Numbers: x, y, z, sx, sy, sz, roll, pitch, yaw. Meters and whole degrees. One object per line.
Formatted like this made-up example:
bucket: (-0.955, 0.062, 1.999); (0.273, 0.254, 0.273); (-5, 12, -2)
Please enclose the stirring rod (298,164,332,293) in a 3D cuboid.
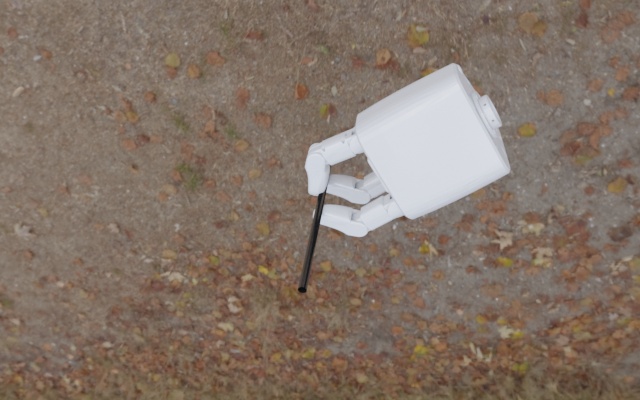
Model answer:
stirring rod: (0.000, 0.002, 0.507); (0.011, 0.011, 0.239); (0, 39, 10)
